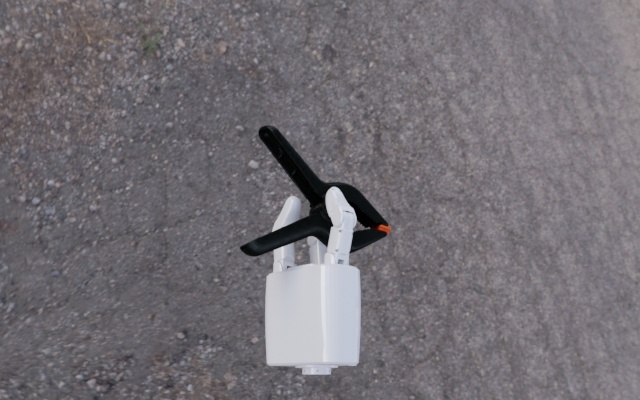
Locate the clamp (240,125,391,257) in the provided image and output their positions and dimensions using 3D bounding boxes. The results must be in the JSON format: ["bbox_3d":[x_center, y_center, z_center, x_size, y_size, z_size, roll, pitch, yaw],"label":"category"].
[{"bbox_3d":[0.001,0.002,0.593,0.210,0.164,0.036,14,-25,-33],"label":"clamp"}]
